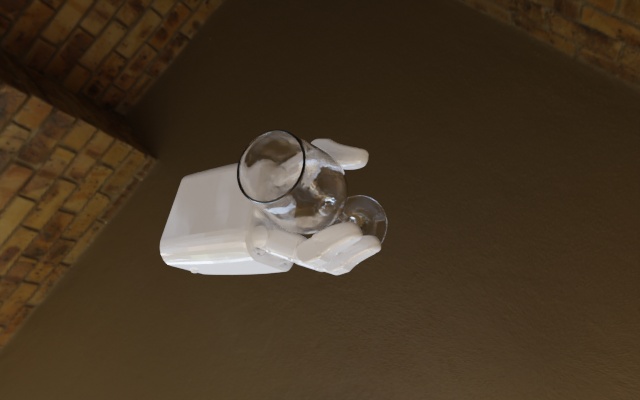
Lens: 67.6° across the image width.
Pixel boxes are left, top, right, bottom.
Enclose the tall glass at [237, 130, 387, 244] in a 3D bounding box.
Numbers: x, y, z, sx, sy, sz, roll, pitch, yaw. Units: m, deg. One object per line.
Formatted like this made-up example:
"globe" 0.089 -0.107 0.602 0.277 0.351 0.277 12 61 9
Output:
"tall glass" 0.000 0.002 0.459 0.079 0.079 0.201 0 -17 24
